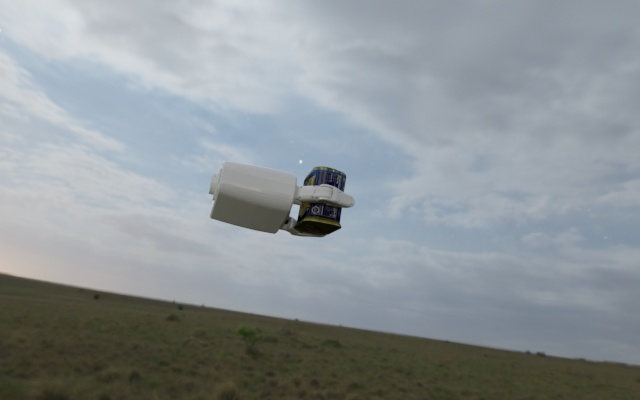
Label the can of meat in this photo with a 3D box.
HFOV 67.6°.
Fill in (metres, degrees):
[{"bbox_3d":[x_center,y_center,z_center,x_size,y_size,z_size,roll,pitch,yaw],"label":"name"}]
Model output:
[{"bbox_3d":[0.000,0.002,0.730,0.057,0.084,0.102,12,-15,-13],"label":"can of meat"}]
